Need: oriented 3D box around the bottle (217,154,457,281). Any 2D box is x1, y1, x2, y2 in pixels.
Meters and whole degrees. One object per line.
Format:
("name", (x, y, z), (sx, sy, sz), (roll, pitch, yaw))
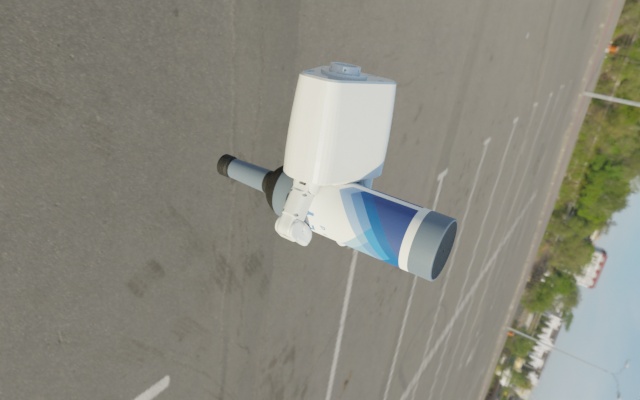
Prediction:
("bottle", (0.000, 0.002, 0.537), (0.295, 0.069, 0.069), (21, 10, 27))
